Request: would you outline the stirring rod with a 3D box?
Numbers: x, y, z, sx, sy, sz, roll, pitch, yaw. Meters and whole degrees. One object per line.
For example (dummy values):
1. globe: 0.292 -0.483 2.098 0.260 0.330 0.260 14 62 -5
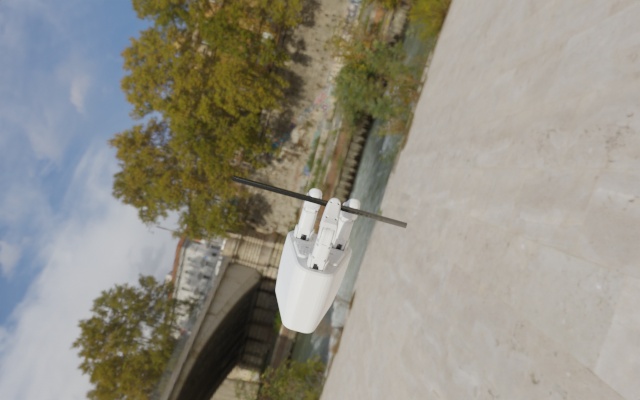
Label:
1. stirring rod: 0.000 0.002 0.641 0.239 0.011 0.011 15 -1 -2
